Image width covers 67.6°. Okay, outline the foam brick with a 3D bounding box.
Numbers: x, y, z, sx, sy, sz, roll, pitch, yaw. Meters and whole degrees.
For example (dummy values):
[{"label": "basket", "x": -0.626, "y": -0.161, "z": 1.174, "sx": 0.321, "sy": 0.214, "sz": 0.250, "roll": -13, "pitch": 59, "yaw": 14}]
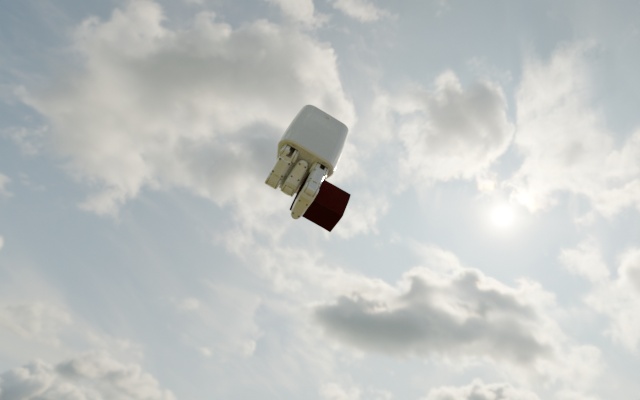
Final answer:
[{"label": "foam brick", "x": 0.000, "y": 0.003, "z": 0.764, "sx": 0.078, "sy": 0.051, "sz": 0.053, "roll": 30, "pitch": -41, "yaw": -7}]
